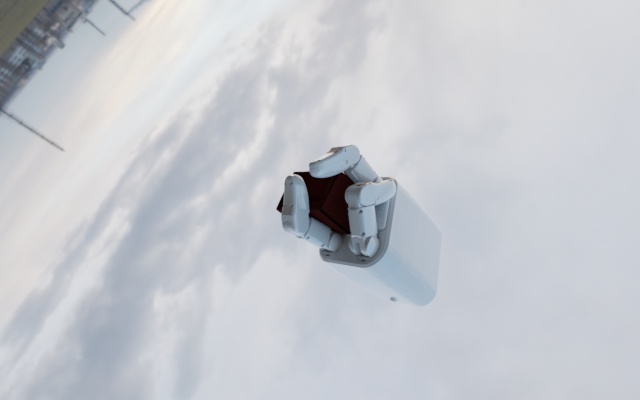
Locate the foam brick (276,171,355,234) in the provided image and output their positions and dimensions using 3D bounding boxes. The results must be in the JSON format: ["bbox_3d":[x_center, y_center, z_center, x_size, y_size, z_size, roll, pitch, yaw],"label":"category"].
[{"bbox_3d":[0.000,0.002,0.524,0.051,0.053,0.078,39,-23,-33],"label":"foam brick"}]
